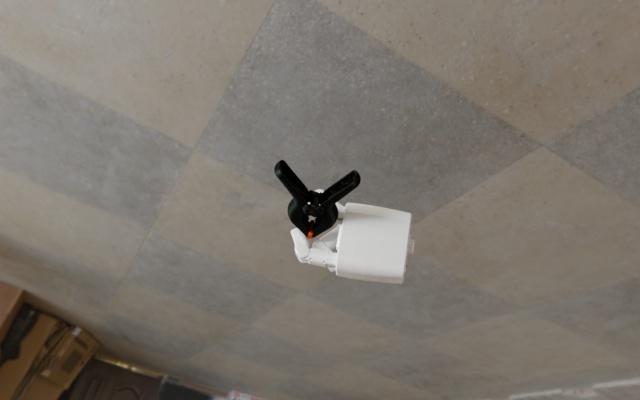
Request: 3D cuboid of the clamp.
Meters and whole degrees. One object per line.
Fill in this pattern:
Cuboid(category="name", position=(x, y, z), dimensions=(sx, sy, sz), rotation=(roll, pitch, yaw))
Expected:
Cuboid(category="clamp", position=(0.000, 0.003, 0.719), dimensions=(0.120, 0.039, 0.172), rotation=(8, -33, 10))
